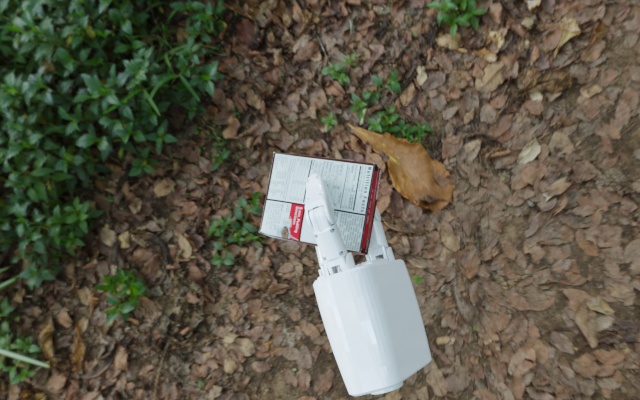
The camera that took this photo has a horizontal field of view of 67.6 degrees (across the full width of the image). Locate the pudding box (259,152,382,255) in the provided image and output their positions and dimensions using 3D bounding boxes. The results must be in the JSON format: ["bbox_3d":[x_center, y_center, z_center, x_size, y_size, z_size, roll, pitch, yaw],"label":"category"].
[{"bbox_3d":[0.000,0.002,0.486,0.113,0.090,0.039,9,-5,17],"label":"pudding box"}]
